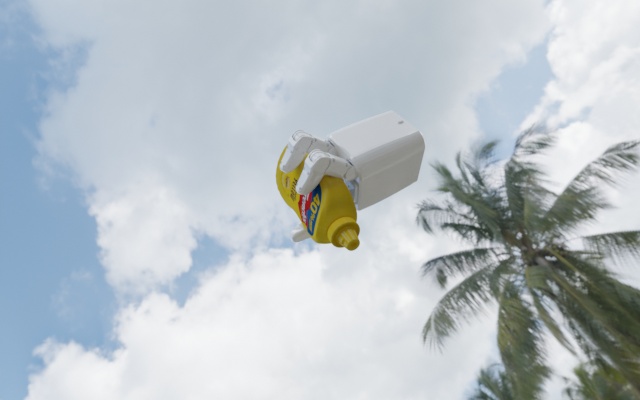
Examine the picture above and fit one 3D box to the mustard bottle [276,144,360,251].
[{"bbox_3d":[0.000,0.002,0.644,0.058,0.096,0.191,-4,35,-29],"label":"mustard bottle"}]
